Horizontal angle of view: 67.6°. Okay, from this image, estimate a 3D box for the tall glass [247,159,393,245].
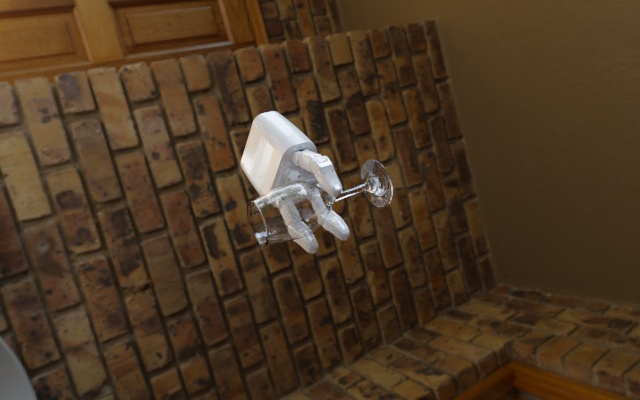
[{"bbox_3d":[0.001,0.002,0.671,0.201,0.079,0.079,-19,9,-28],"label":"tall glass"}]
